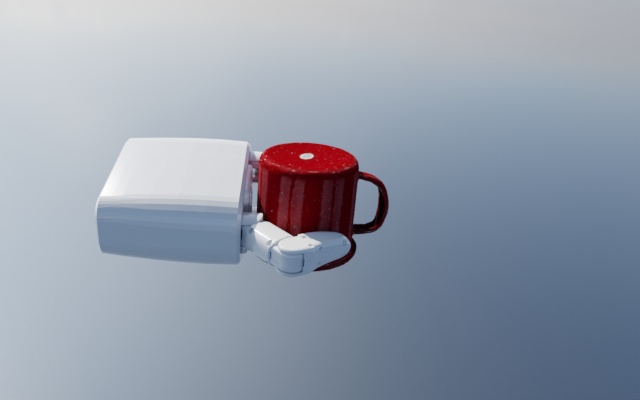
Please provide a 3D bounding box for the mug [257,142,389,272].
[{"bbox_3d":[0.002,0.001,0.400,0.117,0.081,0.093,3,23,-5],"label":"mug"}]
